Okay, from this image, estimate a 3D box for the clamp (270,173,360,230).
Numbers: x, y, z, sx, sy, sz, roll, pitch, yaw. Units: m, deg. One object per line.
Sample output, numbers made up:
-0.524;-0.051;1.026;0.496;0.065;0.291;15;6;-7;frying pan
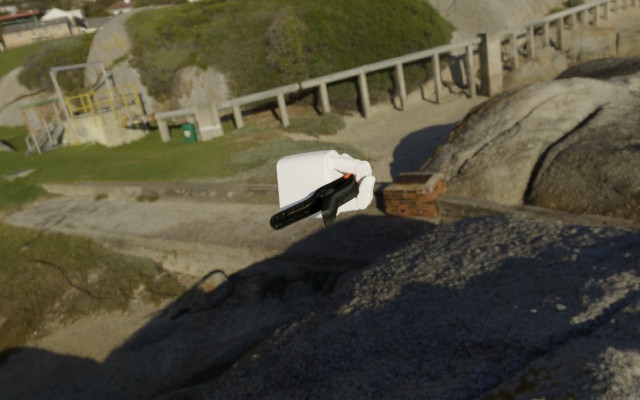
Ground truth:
0.000;0.002;0.758;0.120;0.039;0.171;-3;20;30;clamp
